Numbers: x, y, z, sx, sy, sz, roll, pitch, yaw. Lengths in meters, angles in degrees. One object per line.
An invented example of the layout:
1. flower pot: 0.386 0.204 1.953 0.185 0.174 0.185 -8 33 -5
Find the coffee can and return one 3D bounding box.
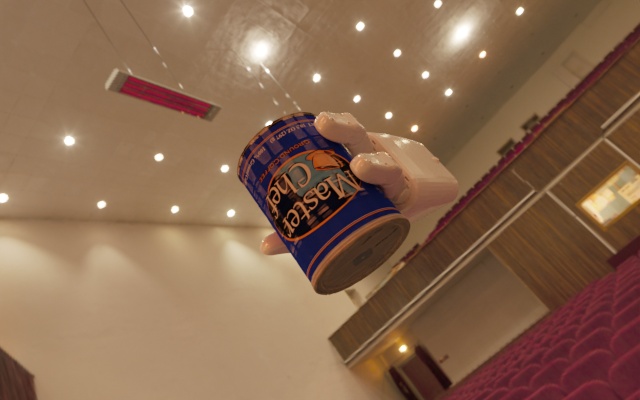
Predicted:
1. coffee can: 0.000 0.002 0.447 0.103 0.140 0.103 -29 -27 -17
